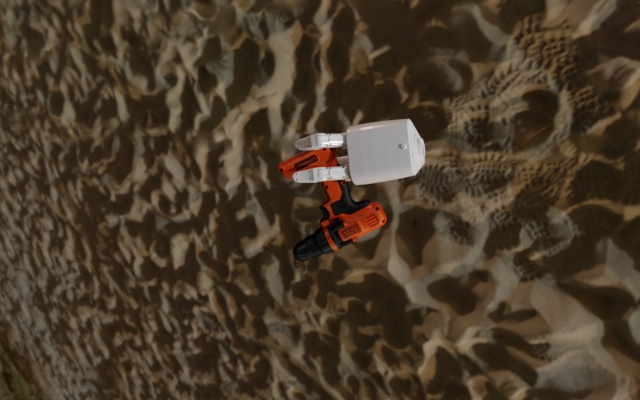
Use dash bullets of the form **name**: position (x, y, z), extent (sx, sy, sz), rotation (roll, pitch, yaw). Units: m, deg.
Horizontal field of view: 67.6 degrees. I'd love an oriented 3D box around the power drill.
- **power drill**: position (0.000, 0.002, 0.857), extent (0.184, 0.188, 0.057), rotation (-27, 13, 8)
